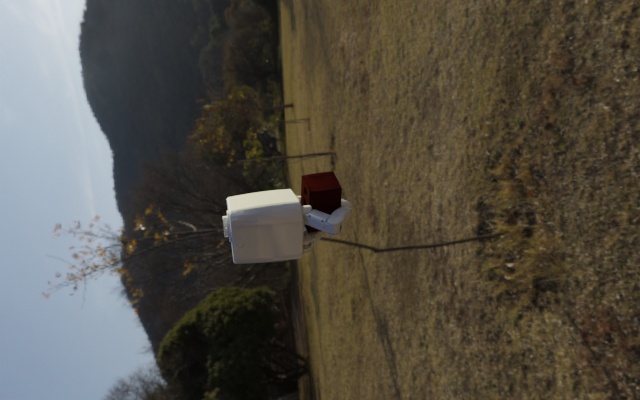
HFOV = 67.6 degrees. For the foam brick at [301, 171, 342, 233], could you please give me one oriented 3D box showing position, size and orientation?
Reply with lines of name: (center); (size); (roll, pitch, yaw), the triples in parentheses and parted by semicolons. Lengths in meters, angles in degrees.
foam brick: (0.000, 0.002, 0.742); (0.051, 0.078, 0.053); (-6, 33, -13)
